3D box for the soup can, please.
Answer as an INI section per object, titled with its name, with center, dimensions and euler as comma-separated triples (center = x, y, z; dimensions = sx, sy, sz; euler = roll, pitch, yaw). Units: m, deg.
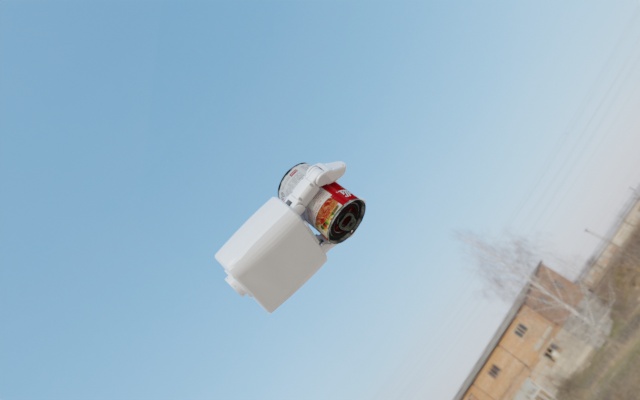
[soup can]
center = 0.000, 0.002, 0.634
dimensions = 0.102, 0.068, 0.068
euler = 37, 21, 31
